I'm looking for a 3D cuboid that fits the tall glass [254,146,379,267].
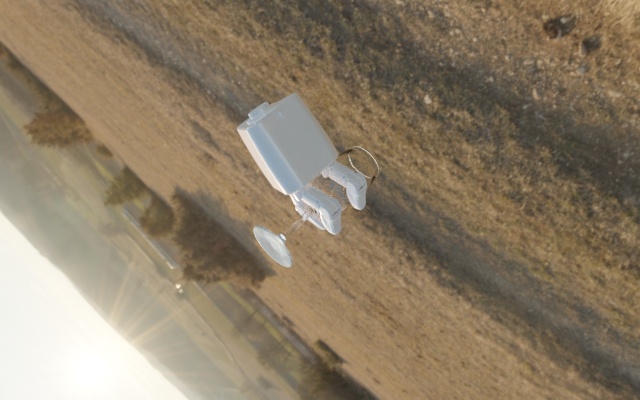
[{"bbox_3d":[0.000,0.003,0.694,0.201,0.079,0.079,-42,22,-26],"label":"tall glass"}]
